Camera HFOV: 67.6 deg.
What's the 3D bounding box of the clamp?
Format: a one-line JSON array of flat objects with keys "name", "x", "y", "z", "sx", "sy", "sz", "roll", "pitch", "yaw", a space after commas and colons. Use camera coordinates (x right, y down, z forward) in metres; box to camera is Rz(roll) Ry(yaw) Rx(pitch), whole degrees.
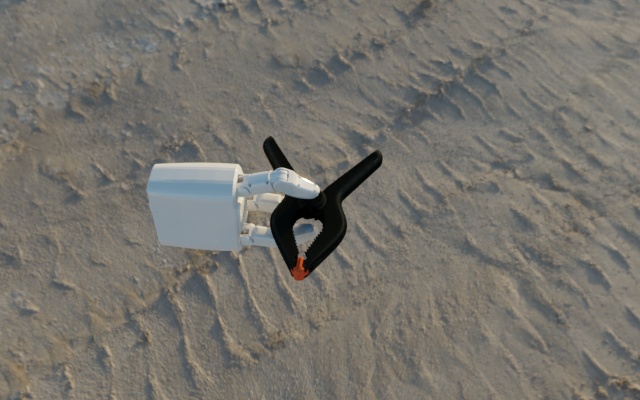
[{"name": "clamp", "x": 0.000, "y": 0.002, "z": 0.605, "sx": 0.164, "sy": 0.209, "sz": 0.036, "roll": 2, "pitch": -35, "yaw": 1}]
